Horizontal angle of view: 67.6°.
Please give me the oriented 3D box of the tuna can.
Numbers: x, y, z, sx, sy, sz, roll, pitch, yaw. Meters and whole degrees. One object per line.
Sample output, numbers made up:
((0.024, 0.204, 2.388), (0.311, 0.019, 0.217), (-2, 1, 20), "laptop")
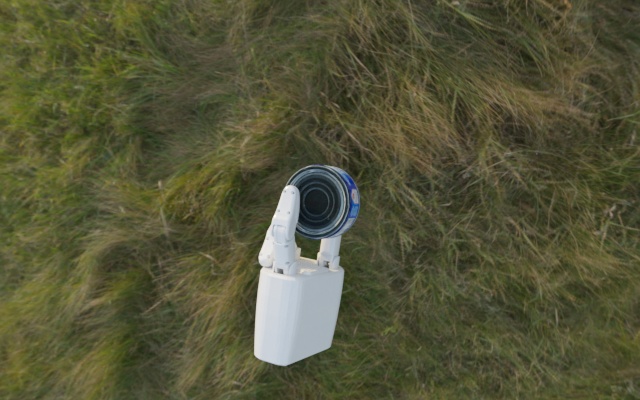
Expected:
((0.000, 0.002, 0.547), (0.086, 0.086, 0.034), (0, 0, 23), "tuna can")
